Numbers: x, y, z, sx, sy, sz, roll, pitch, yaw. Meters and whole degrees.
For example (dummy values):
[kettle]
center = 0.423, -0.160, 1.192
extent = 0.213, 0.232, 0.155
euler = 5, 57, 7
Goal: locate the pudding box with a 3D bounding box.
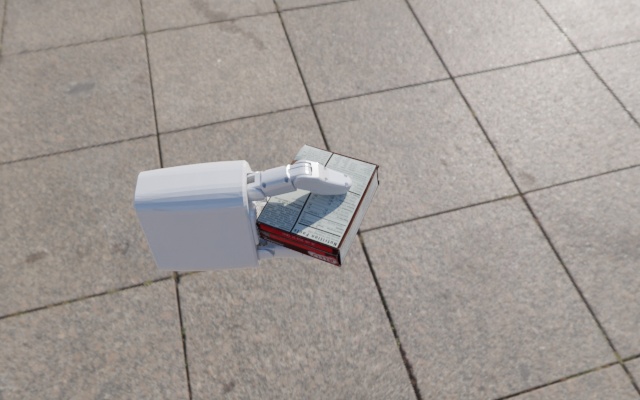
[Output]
[pudding box]
center = 0.000, 0.001, 0.487
extent = 0.090, 0.113, 0.039
euler = 19, -30, 16
